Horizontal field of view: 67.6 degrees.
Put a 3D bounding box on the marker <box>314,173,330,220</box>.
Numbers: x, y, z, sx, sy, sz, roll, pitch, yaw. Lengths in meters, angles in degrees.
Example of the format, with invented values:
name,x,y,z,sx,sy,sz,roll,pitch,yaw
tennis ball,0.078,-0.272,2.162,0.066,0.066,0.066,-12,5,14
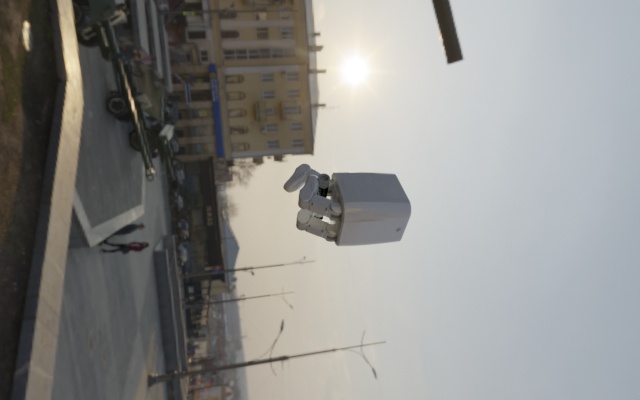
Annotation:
name,x,y,z,sx,sy,sz,roll,pitch,yaw
marker,0.000,0.003,0.776,0.020,0.020,0.121,0,-39,-7
